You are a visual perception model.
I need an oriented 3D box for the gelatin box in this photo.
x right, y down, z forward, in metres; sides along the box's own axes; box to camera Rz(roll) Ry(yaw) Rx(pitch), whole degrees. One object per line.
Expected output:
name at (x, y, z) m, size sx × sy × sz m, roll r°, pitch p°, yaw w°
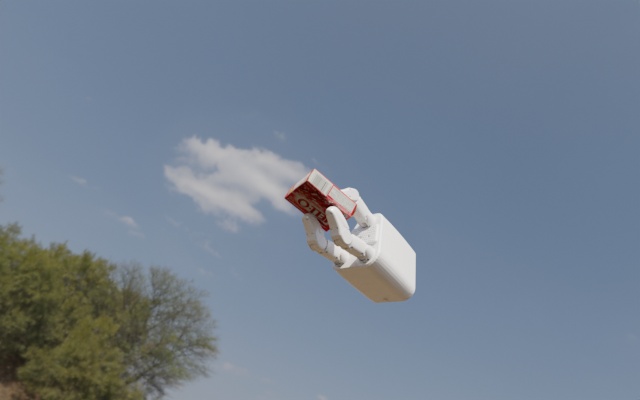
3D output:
gelatin box at (0.000, 0.002, 0.725) m, size 0.089 × 0.030 × 0.073 m, roll 40°, pitch -36°, yaw -12°
